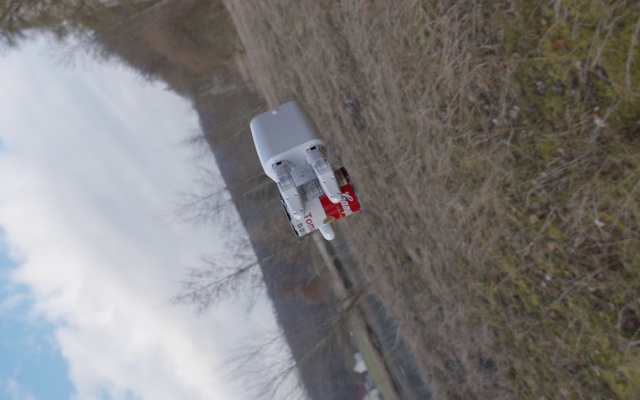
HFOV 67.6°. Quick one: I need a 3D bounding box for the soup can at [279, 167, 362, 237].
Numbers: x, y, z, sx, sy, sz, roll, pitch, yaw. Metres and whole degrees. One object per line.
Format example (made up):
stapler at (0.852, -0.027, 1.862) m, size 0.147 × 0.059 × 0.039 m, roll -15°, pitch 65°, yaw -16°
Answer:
soup can at (0.000, 0.003, 0.688) m, size 0.102 × 0.068 × 0.068 m, roll -24°, pitch 1°, yaw -1°
